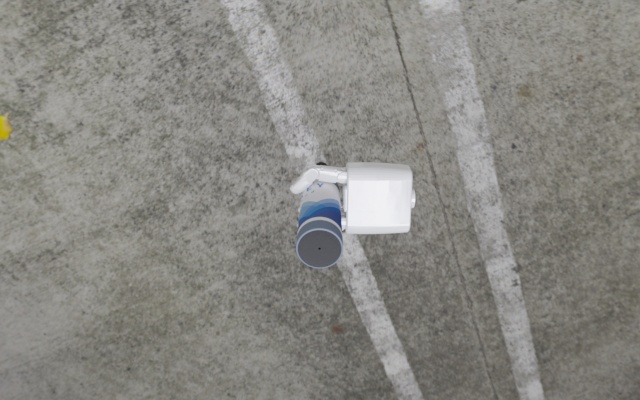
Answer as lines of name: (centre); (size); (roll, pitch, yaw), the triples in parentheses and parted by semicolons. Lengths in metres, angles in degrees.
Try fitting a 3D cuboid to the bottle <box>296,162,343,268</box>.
bottle: (0.000, 0.003, 0.798); (0.069, 0.069, 0.295); (0, 26, 1)
